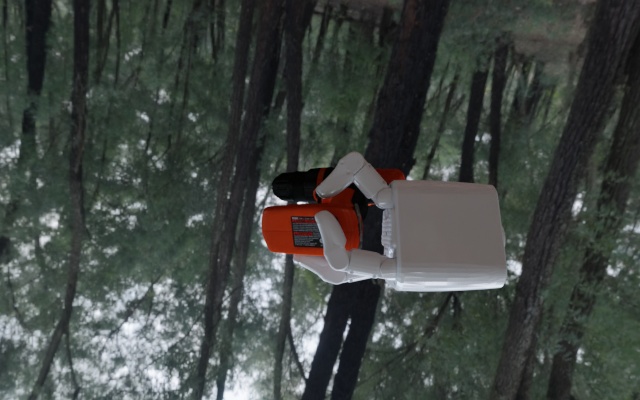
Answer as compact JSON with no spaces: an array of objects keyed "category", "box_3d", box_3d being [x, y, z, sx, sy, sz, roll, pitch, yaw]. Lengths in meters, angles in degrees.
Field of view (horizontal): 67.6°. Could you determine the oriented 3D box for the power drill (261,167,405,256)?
[{"category":"power drill","box_3d":[0.000,0.002,0.575,0.184,0.057,0.187,-1,20,19]}]
